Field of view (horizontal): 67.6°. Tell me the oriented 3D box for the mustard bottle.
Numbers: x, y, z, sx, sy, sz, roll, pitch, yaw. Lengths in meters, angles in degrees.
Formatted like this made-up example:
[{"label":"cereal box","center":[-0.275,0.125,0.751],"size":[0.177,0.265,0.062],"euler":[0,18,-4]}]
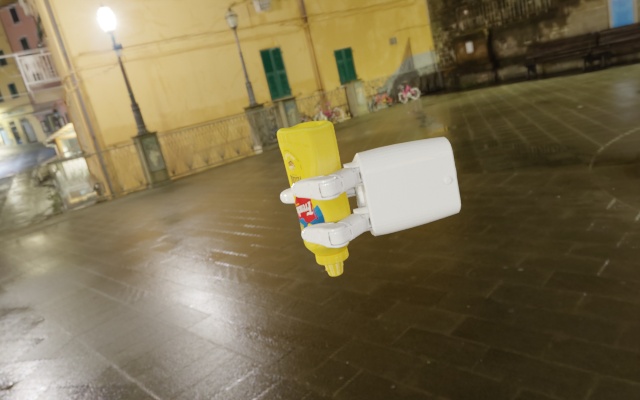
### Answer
[{"label":"mustard bottle","center":[0.000,0.002,0.583],"size":[0.058,0.192,0.096],"euler":[-19,15,-25]}]
